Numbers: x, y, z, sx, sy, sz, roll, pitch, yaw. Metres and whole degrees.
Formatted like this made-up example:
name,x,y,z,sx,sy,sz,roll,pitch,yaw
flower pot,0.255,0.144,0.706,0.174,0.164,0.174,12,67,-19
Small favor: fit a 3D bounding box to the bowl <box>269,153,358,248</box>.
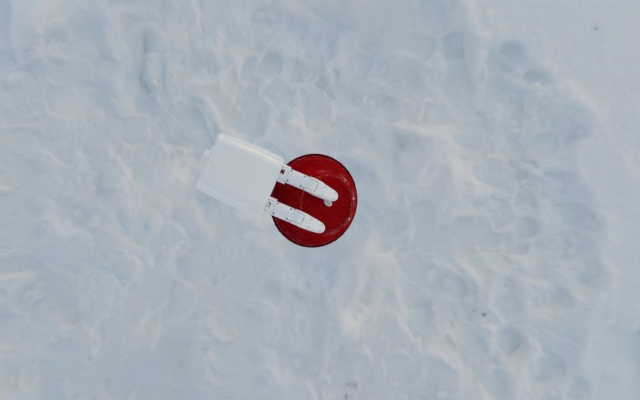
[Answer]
name,x,y,z,sx,sy,sz,roll,pitch,yaw
bowl,0.002,0.003,0.789,0.162,0.162,0.055,0,4,-23
